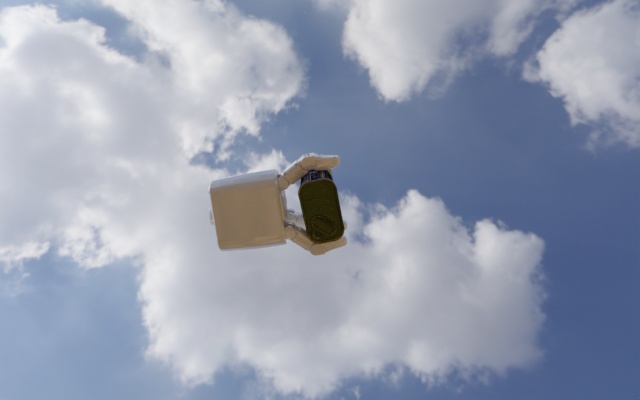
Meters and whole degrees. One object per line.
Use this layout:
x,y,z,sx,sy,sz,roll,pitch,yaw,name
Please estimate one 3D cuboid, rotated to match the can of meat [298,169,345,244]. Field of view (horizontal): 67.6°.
0.000,0.002,0.740,0.057,0.102,0.084,-11,22,2,can of meat
